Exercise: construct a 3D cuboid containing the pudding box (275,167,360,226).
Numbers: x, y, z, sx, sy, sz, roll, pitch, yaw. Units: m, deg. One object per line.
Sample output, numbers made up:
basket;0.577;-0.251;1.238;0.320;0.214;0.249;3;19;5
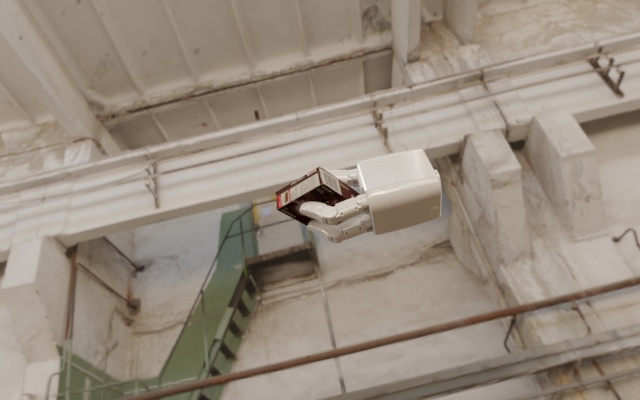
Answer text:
pudding box;0.000;0.002;0.740;0.090;0.039;0.113;-30;-41;26
